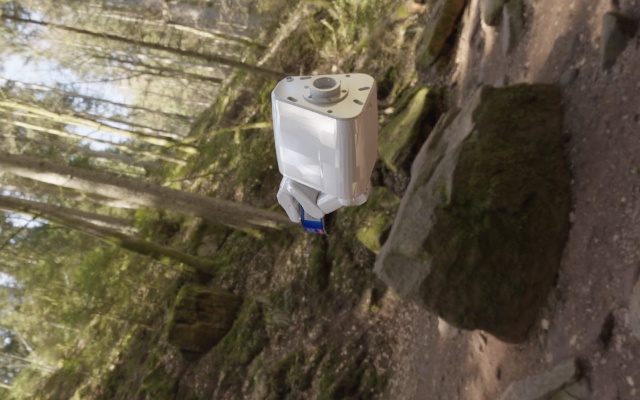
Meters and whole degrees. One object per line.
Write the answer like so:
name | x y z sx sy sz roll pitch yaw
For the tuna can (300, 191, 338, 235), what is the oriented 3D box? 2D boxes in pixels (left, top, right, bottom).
tuna can | 0.000 0.002 0.649 0.034 0.086 0.086 6 1 14
